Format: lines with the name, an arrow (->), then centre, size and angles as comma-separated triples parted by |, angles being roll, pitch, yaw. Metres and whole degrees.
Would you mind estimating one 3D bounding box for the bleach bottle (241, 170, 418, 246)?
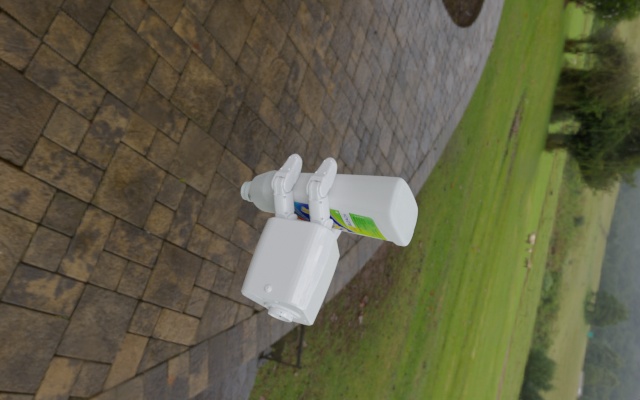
bleach bottle -> 0.000, 0.002, 0.667 | 0.251, 0.068, 0.103 | 7, -27, 29
